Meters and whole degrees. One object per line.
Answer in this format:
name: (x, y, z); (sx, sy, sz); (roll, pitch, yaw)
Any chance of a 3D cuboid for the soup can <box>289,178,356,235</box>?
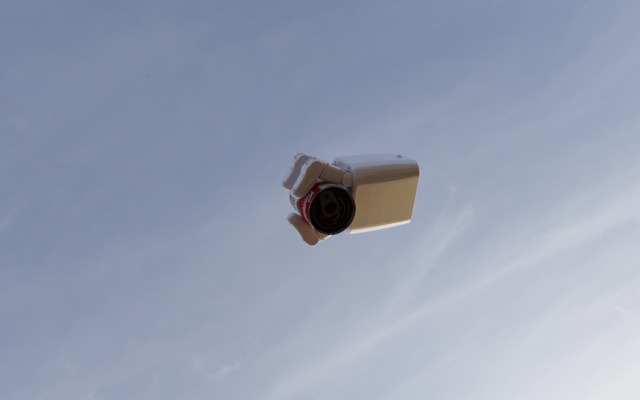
soup can: (0.000, 0.002, 0.685); (0.068, 0.068, 0.102); (0, 14, -20)
